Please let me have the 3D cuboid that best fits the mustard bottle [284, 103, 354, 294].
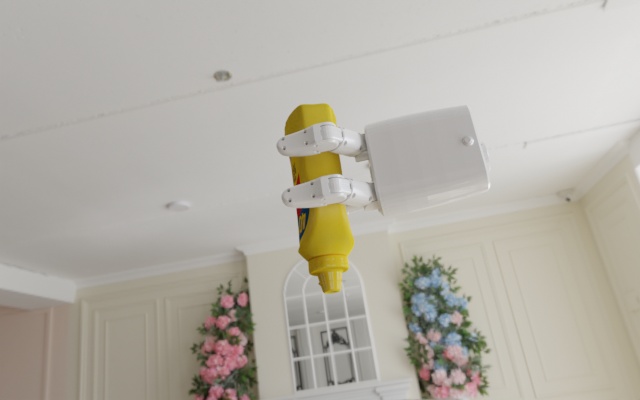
[{"bbox_3d":[0.000,0.001,0.504,0.058,0.191,0.096,-4,-21,-11],"label":"mustard bottle"}]
